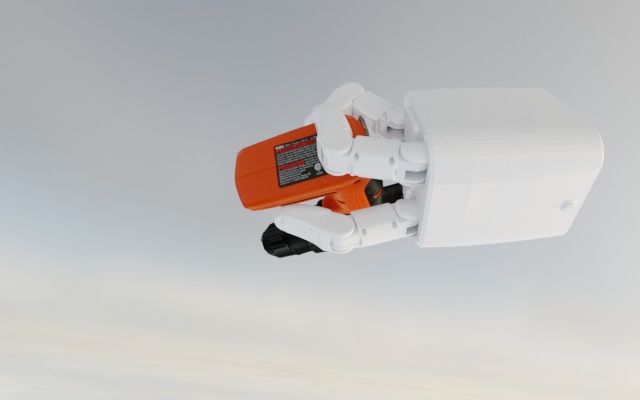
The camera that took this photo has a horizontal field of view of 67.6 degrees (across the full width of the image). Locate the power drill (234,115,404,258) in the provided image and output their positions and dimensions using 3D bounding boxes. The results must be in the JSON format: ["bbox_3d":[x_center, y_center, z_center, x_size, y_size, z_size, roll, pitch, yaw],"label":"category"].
[{"bbox_3d":[0.000,0.001,0.433,0.184,0.057,0.188,-18,-21,15],"label":"power drill"}]
